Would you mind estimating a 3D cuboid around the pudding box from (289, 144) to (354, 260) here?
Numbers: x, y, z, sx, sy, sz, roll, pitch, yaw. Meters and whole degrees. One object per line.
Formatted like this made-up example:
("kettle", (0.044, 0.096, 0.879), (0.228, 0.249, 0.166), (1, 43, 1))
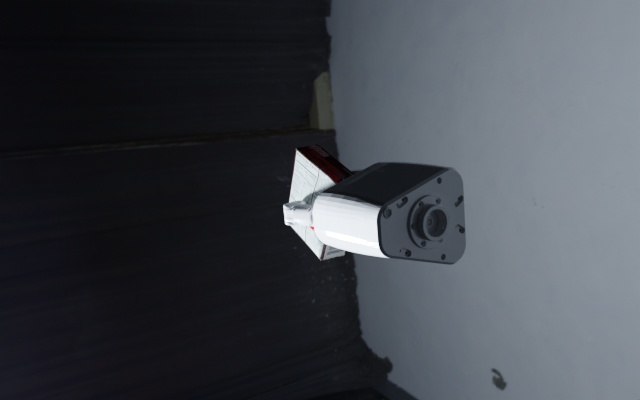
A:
("pudding box", (0.000, 0.002, 0.576), (0.039, 0.114, 0.090), (-10, 38, -32))
